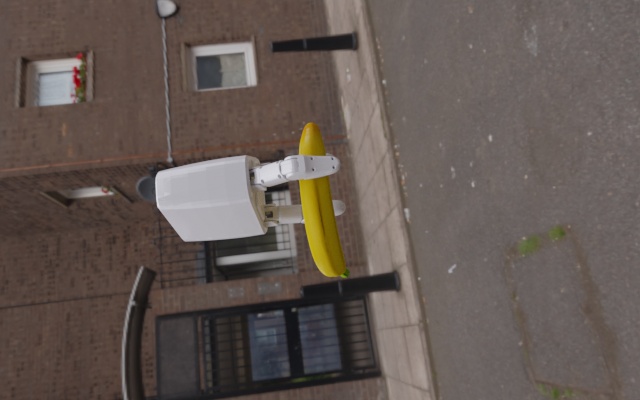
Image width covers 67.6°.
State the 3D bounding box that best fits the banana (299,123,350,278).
[{"bbox_3d":[-0.001,0.009,0.558,0.037,0.198,0.069,-10,10,6],"label":"banana"}]
